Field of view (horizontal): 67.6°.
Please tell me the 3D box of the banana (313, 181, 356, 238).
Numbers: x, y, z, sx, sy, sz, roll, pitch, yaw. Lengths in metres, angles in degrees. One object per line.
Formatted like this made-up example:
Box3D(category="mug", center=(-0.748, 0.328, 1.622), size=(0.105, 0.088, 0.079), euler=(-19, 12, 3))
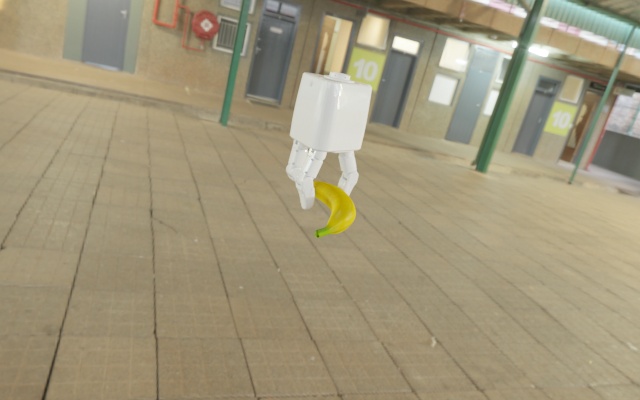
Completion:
Box3D(category="banana", center=(0.019, 0.006, 0.776), size=(0.069, 0.037, 0.197), euler=(6, 21, -8))
